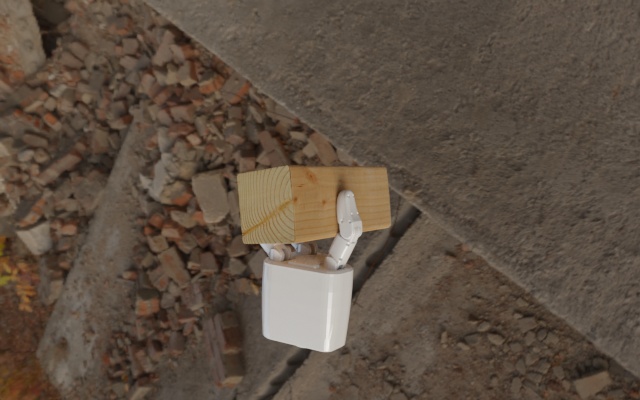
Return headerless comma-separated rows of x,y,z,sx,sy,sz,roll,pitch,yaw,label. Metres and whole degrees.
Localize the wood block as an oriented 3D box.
0.000,0.002,0.638,0.091,0.090,0.206,-5,0,39,wood block
